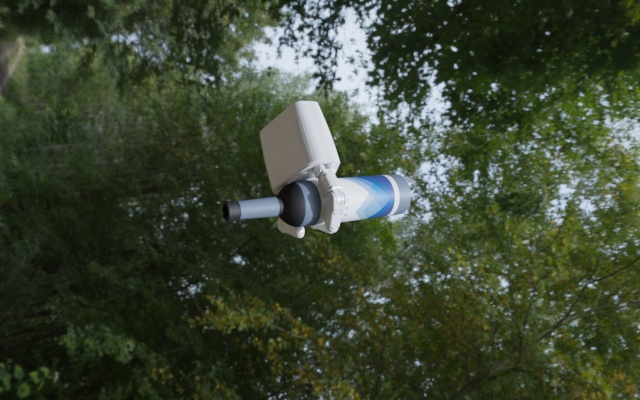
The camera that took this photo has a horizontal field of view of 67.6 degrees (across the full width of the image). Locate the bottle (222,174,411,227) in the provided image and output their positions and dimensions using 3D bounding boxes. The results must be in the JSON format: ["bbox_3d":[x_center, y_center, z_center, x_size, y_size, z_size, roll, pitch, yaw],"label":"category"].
[{"bbox_3d":[0.000,0.002,0.706,0.295,0.069,0.069,-6,3,-31],"label":"bottle"}]
